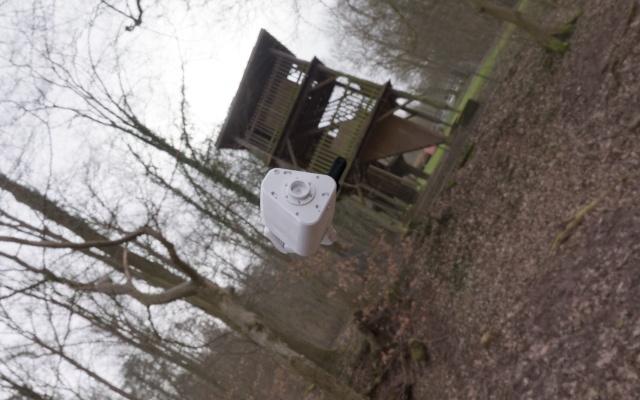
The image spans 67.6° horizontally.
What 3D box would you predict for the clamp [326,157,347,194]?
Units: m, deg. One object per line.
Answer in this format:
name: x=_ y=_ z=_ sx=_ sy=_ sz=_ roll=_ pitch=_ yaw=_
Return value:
clamp: x=-0.001 y=0.003 z=0.854 sx=0.039 sy=0.171 sz=0.120 roll=23 pitch=-30 yaw=10
